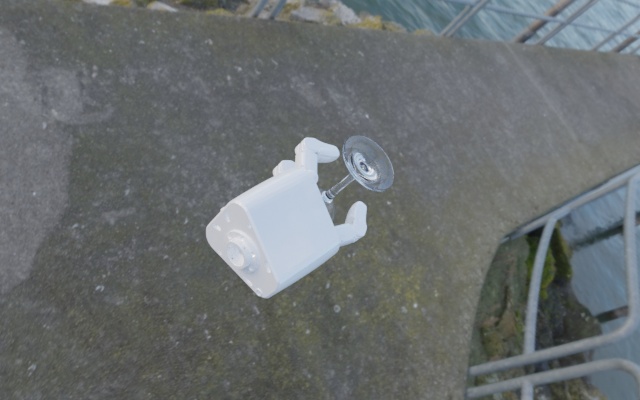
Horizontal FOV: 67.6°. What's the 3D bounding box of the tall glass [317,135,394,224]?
[{"bbox_3d":[0.001,0.002,0.616,0.079,0.079,0.201,0,-27,-39],"label":"tall glass"}]
